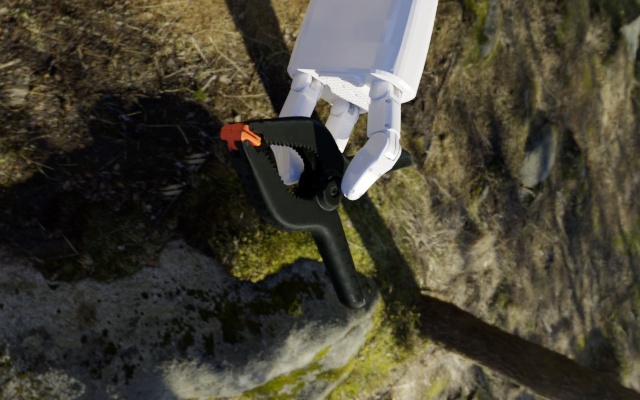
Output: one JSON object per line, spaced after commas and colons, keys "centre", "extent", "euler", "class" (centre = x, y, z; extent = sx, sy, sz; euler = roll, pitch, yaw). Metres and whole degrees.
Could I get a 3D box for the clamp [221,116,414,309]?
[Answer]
{"centre": [0.000, 0.001, 0.406], "extent": [0.036, 0.164, 0.210], "euler": [7, -11, 45], "class": "clamp"}
